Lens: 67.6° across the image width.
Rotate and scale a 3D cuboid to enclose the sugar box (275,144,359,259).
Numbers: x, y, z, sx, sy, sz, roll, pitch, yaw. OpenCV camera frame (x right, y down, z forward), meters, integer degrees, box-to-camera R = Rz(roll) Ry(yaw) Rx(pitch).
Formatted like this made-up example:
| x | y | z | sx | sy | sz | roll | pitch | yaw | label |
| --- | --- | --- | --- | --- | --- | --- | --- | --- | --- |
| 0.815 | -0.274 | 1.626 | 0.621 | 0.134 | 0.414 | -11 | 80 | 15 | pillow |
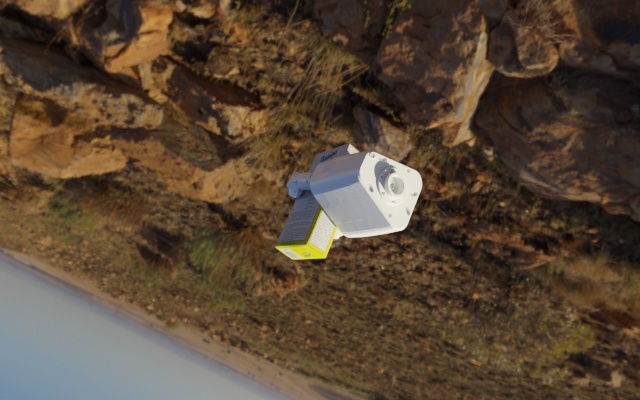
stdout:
| x | y | z | sx | sy | sz | roll | pitch | yaw | label |
| --- | --- | --- | --- | --- | --- | --- | --- | --- | --- |
| 0.001 | 0.003 | 0.730 | 0.048 | 0.176 | 0.093 | 38 | -26 | -26 | sugar box |
